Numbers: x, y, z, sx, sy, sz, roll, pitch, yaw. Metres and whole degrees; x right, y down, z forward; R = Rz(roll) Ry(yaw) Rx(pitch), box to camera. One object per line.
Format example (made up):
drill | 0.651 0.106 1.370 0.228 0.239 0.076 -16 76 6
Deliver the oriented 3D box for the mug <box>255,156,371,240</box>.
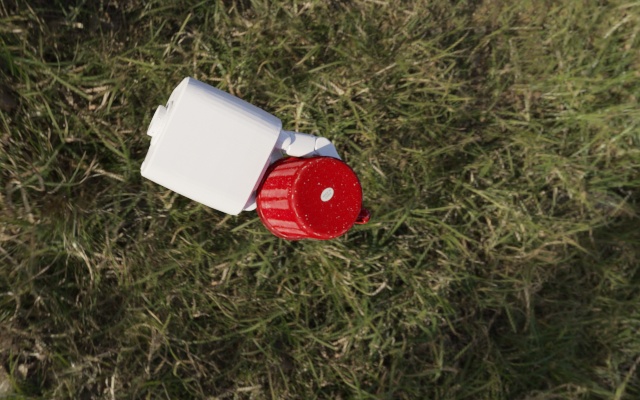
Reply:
mug | 0.001 0.002 0.496 0.117 0.093 0.081 24 -11 -25
